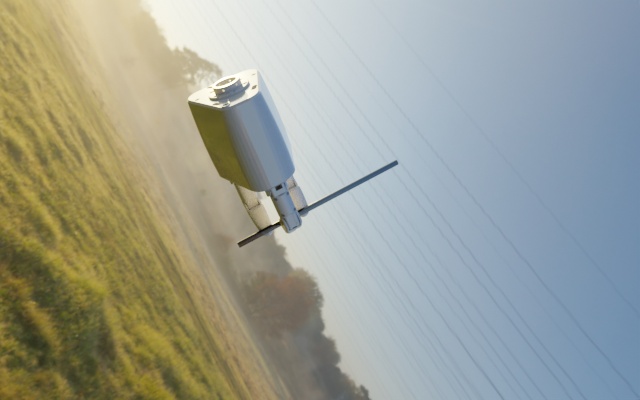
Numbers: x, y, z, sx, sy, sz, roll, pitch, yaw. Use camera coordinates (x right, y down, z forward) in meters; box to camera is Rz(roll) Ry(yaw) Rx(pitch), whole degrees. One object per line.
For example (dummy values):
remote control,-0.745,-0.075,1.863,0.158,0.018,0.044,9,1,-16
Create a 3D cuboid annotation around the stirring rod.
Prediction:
stirring rod,0.000,0.002,0.629,0.239,0.011,0.011,-28,6,-12
